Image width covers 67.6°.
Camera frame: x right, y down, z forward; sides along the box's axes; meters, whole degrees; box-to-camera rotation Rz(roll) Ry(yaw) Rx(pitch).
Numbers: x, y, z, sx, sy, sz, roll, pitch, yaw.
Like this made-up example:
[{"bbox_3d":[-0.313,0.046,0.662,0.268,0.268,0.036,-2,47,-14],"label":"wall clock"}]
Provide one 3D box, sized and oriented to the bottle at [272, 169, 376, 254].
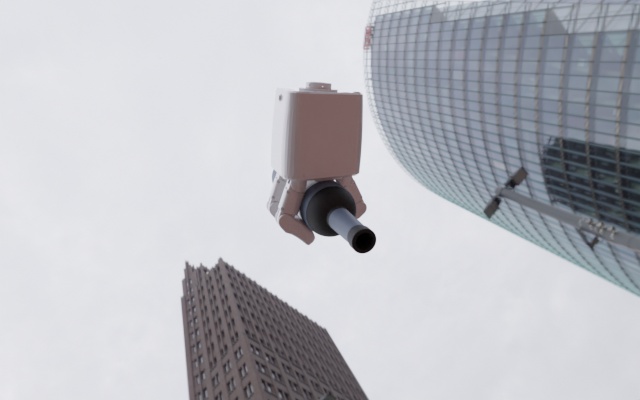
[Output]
[{"bbox_3d":[0.000,0.002,0.623,0.069,0.069,0.295,0,16,-19],"label":"bottle"}]
